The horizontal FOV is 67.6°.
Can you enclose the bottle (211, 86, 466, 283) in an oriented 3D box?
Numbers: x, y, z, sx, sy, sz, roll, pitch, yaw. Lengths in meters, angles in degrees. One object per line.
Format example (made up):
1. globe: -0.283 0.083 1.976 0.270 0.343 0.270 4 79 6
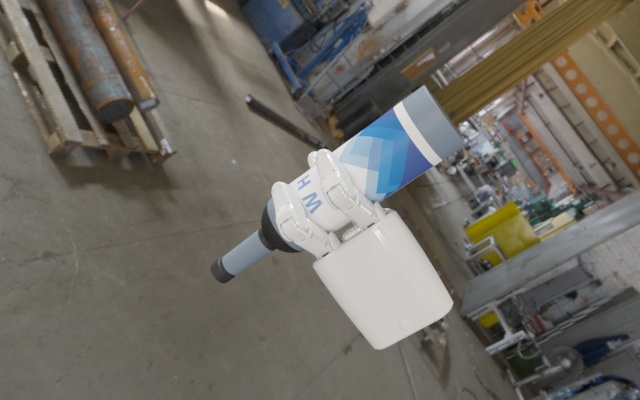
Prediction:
1. bottle: 0.000 0.001 0.484 0.296 0.069 0.069 -35 -14 20
